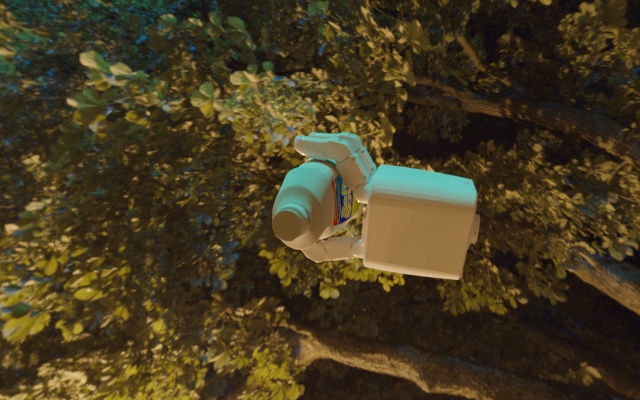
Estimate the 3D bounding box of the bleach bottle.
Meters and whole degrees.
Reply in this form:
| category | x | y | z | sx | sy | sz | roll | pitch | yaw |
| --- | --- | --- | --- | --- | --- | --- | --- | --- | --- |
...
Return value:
| category | x | y | z | sx | sy | sz | roll | pitch | yaw |
| --- | --- | --- | --- | --- | --- | --- | --- | --- | --- |
| bleach bottle | 0.000 | 0.002 | 0.534 | 0.068 | 0.102 | 0.250 | 7 | 15 | 12 |
